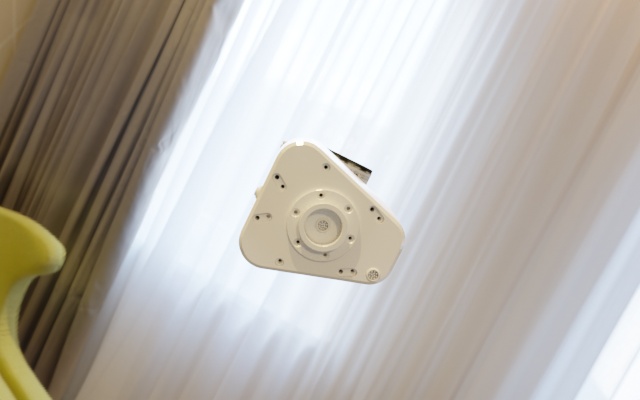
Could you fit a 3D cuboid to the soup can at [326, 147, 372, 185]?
[{"bbox_3d":[0.000,0.001,0.477,0.068,0.102,0.068,26,5,-3],"label":"soup can"}]
